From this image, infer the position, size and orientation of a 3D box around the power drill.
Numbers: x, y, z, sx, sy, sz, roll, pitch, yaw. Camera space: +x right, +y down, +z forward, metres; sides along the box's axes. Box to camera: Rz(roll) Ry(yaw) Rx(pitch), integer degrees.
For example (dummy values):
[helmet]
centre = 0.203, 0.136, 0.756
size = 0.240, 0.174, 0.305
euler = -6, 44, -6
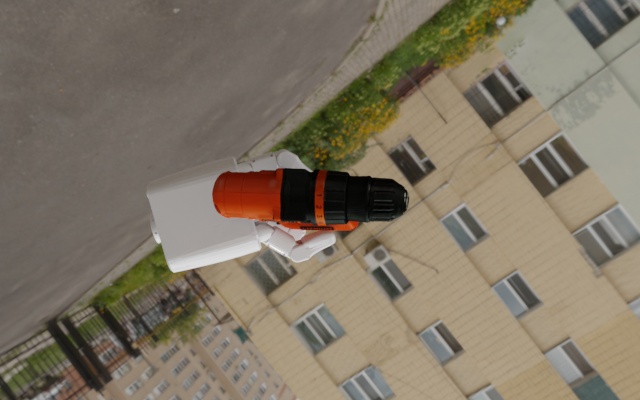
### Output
[power drill]
centre = 0.000, 0.002, 0.514
size = 0.184, 0.057, 0.188
euler = 4, -6, 9
